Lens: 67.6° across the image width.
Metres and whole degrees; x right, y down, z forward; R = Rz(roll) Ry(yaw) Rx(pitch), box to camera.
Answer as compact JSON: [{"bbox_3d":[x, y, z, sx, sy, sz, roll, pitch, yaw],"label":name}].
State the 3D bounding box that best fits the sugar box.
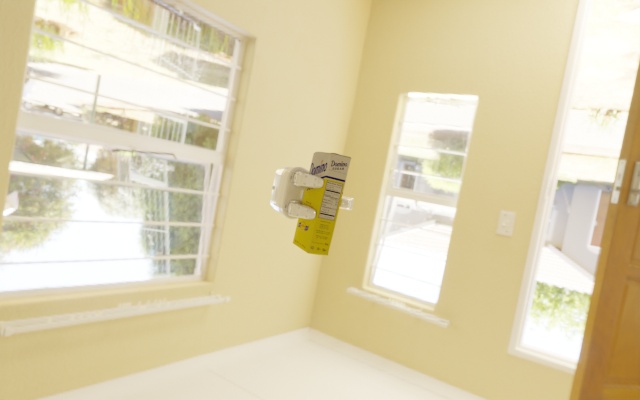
[{"bbox_3d":[0.000,0.003,0.848,0.048,0.176,0.093,10,3,-22],"label":"sugar box"}]
